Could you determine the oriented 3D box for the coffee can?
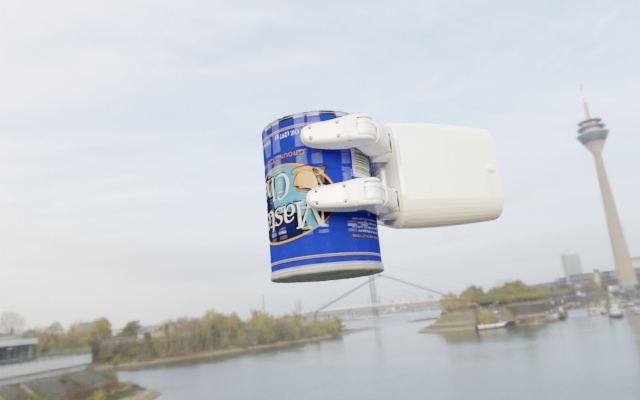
[{"bbox_3d":[0.000,0.002,0.446,0.103,0.140,0.103,-5,-13,-1],"label":"coffee can"}]
